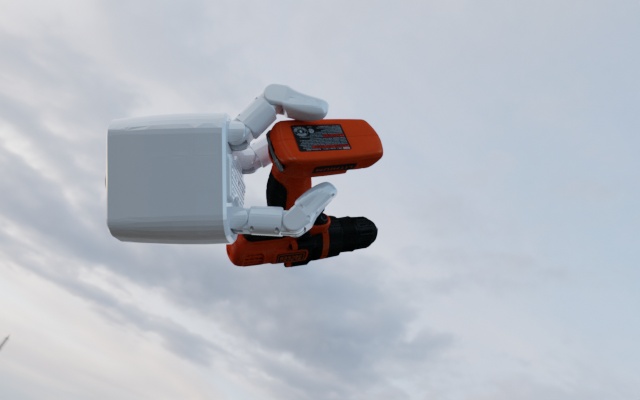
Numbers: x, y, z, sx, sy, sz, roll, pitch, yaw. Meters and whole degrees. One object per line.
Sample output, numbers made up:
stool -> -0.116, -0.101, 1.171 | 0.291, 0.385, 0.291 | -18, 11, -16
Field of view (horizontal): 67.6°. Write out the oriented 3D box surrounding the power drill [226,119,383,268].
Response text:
power drill -> 0.000, 0.001, 0.505 | 0.184, 0.057, 0.188 | -6, -40, -23
